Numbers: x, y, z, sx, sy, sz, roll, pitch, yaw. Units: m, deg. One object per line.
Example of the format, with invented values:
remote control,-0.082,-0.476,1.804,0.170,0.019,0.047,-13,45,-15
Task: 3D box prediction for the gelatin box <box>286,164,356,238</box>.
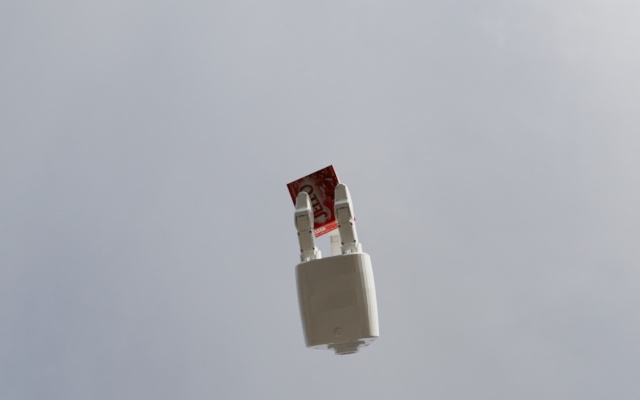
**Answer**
gelatin box,0.000,0.002,0.675,0.073,0.089,0.030,-23,-31,4
